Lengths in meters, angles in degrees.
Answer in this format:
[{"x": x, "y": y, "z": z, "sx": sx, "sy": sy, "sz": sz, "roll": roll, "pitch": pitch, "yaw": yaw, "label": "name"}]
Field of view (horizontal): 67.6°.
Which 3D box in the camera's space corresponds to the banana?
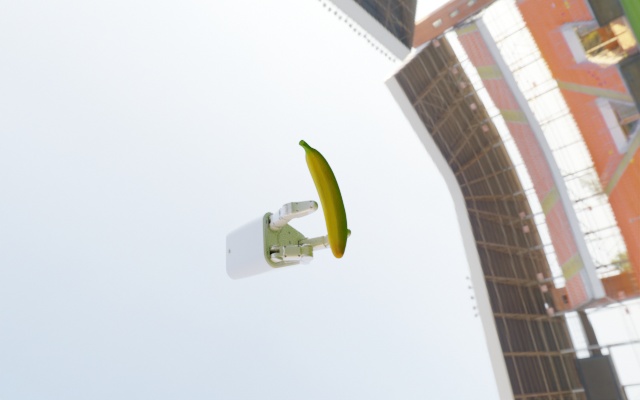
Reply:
[{"x": 0.009, "y": -0.003, "z": 0.781, "sx": 0.037, "sy": 0.198, "sz": 0.069, "roll": -22, "pitch": -5, "yaw": 34, "label": "banana"}]
